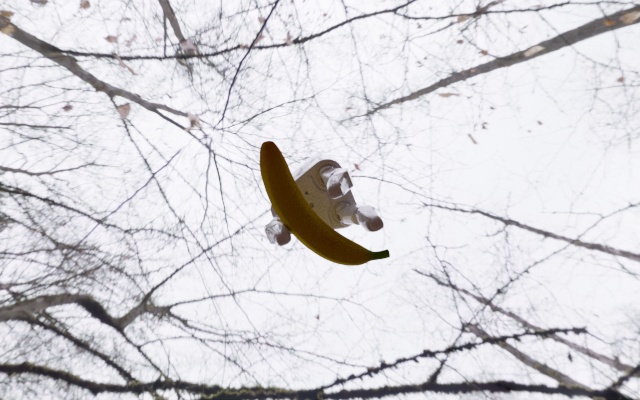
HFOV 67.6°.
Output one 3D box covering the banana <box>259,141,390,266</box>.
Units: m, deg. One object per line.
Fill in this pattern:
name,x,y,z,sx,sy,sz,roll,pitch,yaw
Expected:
banana,-0.010,0.017,0.560,0.198,0.069,0.037,42,14,-11
